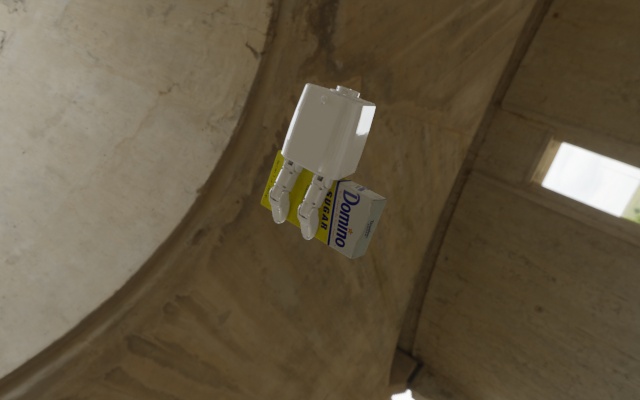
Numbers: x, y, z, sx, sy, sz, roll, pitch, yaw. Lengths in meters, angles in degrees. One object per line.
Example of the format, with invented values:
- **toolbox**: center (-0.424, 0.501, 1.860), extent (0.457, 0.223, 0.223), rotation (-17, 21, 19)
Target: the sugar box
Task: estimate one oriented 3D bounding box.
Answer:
- **sugar box**: center (0.000, 0.002, 0.696), extent (0.176, 0.093, 0.048), rotation (29, 19, 30)
